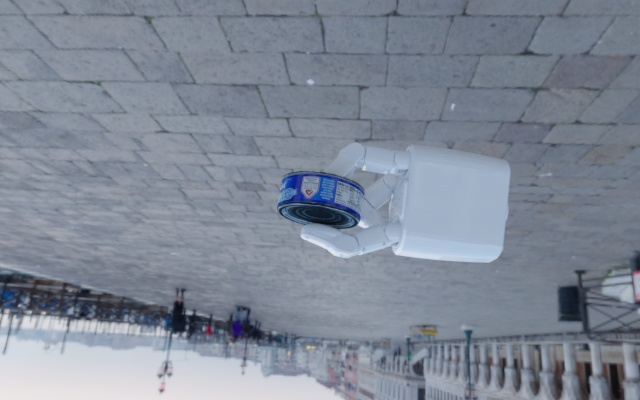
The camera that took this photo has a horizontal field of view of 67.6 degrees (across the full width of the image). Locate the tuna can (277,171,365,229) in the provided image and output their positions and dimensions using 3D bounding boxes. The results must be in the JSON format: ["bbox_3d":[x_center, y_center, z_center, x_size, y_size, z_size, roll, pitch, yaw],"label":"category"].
[{"bbox_3d":[0.000,0.002,0.480,0.086,0.033,0.086,8,-17,3],"label":"tuna can"}]
